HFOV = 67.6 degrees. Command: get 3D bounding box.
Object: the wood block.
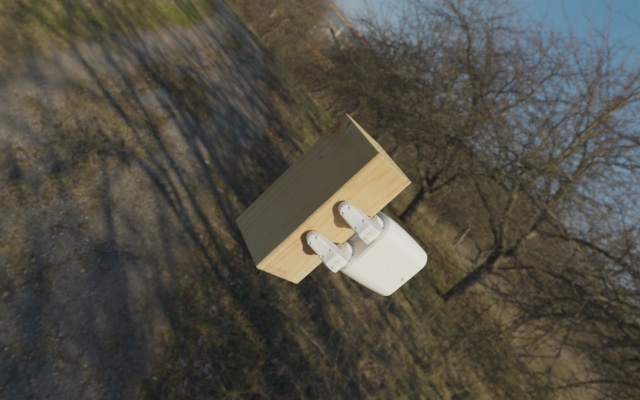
[{"bbox_3d":[0.000,0.002,0.626,0.090,0.206,0.090,33,19,-48],"label":"wood block"}]
